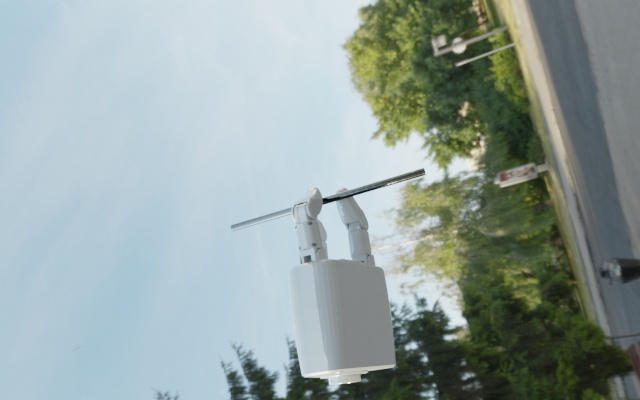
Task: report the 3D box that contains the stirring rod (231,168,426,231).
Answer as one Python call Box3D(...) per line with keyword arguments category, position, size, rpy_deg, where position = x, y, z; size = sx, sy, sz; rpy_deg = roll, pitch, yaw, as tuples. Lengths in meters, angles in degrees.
Box3D(category="stirring rod", position=(0.000, 0.002, 0.536), size=(0.239, 0.011, 0.011), rpy_deg=(-17, -6, 22))
